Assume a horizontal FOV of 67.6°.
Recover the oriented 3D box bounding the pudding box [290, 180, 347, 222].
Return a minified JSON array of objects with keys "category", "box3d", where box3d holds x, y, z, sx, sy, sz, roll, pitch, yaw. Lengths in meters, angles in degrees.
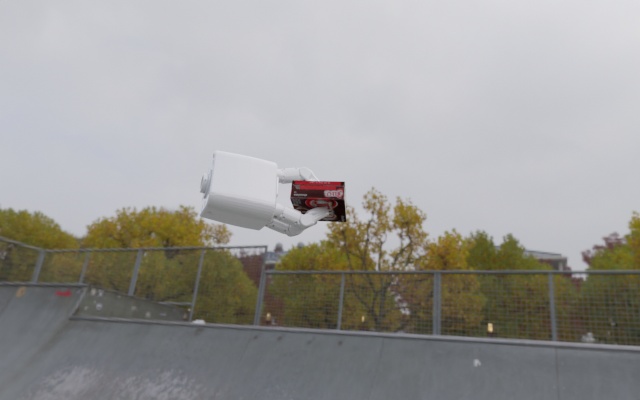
[{"category":"pudding box","box3d":[0.000,0.003,0.827,0.090,0.039,0.113,3,-20,7]}]
